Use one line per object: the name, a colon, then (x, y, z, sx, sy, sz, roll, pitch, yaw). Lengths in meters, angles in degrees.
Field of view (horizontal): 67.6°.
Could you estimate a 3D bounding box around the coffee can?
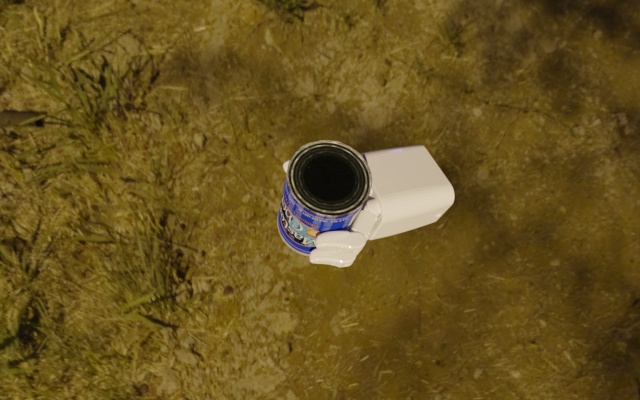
coffee can: (0.000, 0.002, 0.620, 0.103, 0.102, 0.140, 0, -25, -10)
